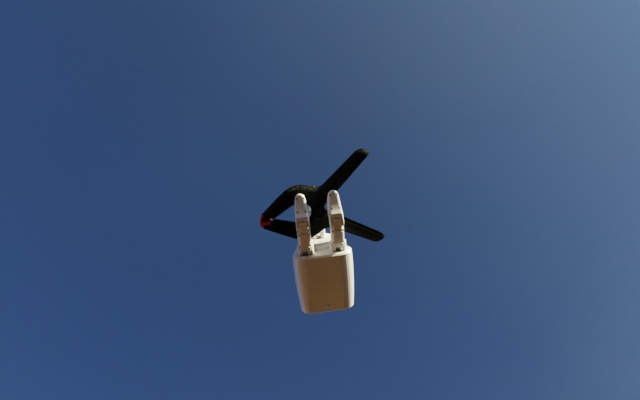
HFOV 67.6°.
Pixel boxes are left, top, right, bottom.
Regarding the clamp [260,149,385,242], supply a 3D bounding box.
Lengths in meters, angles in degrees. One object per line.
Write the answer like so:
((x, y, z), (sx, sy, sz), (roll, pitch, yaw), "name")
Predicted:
((0.000, 0.003, 0.803), (0.210, 0.164, 0.036), (-7, 16, -4), "clamp")
